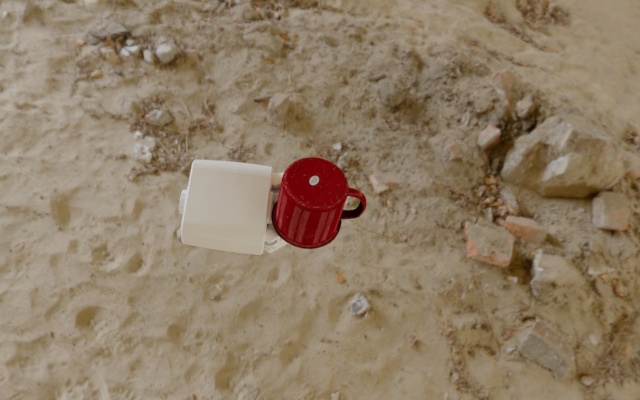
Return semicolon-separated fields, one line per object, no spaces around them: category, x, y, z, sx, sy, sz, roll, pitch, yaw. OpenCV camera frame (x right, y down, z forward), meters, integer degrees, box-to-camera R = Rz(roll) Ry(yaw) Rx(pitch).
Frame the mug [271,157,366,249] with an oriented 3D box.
mug;0.002;0.002;0.597;0.117;0.093;0.082;6;-36;-7
